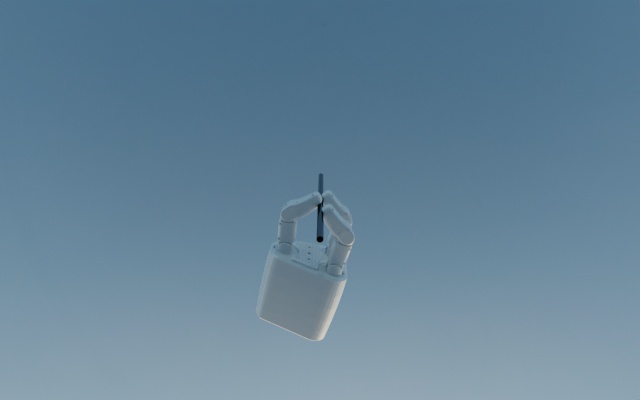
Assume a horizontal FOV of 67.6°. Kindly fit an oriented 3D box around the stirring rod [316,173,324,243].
[{"bbox_3d":[0.000,0.002,0.647,0.011,0.011,0.239,0,20,0],"label":"stirring rod"}]
